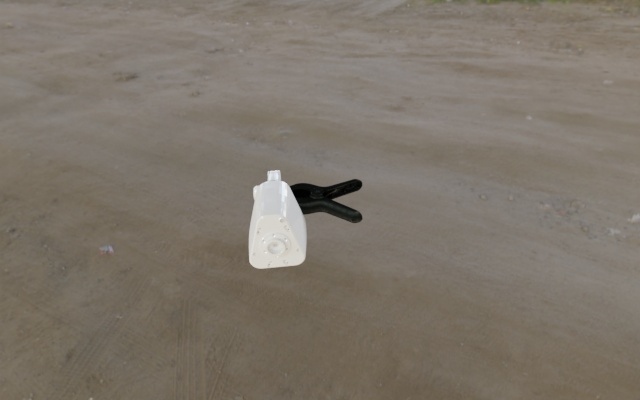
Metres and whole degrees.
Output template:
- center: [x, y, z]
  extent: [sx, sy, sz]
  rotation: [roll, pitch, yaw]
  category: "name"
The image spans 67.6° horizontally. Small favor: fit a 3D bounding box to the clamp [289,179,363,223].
- center: [0.000, 0.002, 0.880]
  extent: [0.171, 0.039, 0.120]
  rotation: [-5, 30, -2]
  category: "clamp"
